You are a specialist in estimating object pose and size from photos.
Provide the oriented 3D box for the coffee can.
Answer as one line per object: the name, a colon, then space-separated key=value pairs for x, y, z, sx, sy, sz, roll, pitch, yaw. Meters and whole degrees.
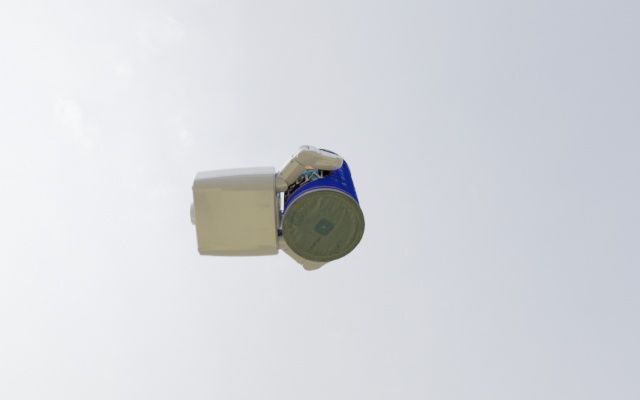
coffee can: x=0.000 y=0.002 z=0.648 sx=0.103 sy=0.103 sz=0.140 roll=0 pitch=27 yaw=-4
